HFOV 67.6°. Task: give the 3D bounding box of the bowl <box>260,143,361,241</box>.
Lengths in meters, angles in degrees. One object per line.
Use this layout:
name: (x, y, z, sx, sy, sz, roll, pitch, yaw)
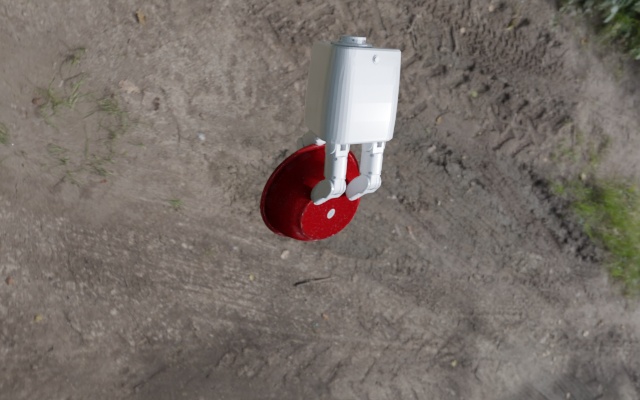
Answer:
bowl: (0.000, 0.003, 0.665, 0.162, 0.162, 0.055, 0, 34, -37)
